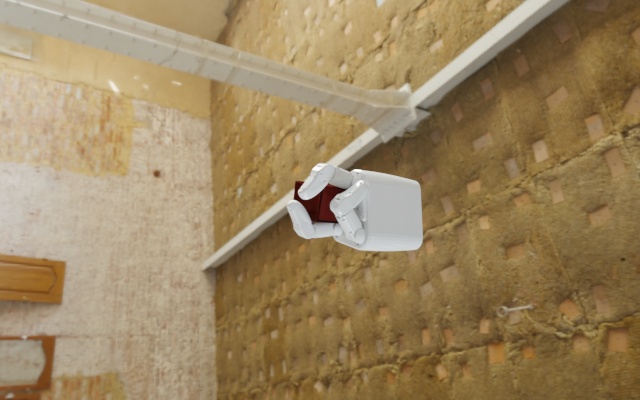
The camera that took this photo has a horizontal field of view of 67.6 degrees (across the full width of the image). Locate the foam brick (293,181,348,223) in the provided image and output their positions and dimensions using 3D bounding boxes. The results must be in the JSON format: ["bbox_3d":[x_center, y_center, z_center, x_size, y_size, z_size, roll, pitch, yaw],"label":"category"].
[{"bbox_3d":[0.000,0.002,0.700,0.051,0.053,0.078,4,6,-31],"label":"foam brick"}]
